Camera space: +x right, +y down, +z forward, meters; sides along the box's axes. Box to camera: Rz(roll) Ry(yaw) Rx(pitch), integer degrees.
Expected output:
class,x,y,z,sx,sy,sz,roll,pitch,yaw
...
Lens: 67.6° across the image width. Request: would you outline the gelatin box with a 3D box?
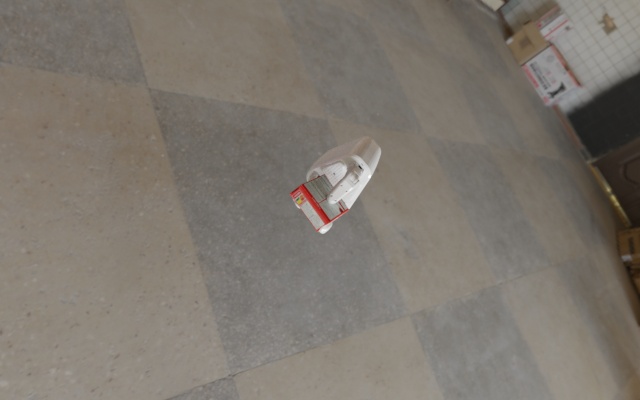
class,x,y,z,sx,sy,sz,roll,pitch,yaw
gelatin box,0.000,0.002,0.756,0.030,0.073,0.089,-38,-4,28
